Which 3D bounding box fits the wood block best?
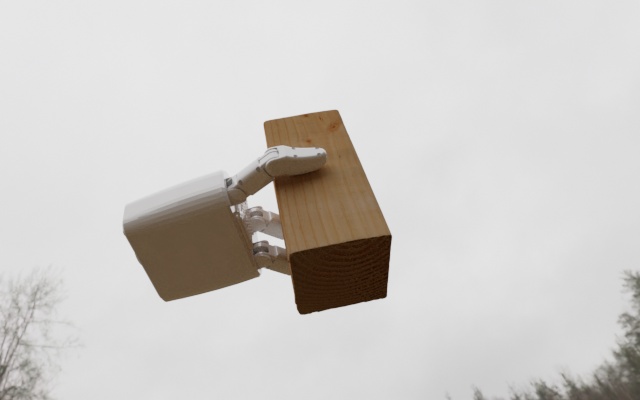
[{"bbox_3d":[0.000,0.001,0.497,0.090,0.091,0.206,-10,43,-6],"label":"wood block"}]
